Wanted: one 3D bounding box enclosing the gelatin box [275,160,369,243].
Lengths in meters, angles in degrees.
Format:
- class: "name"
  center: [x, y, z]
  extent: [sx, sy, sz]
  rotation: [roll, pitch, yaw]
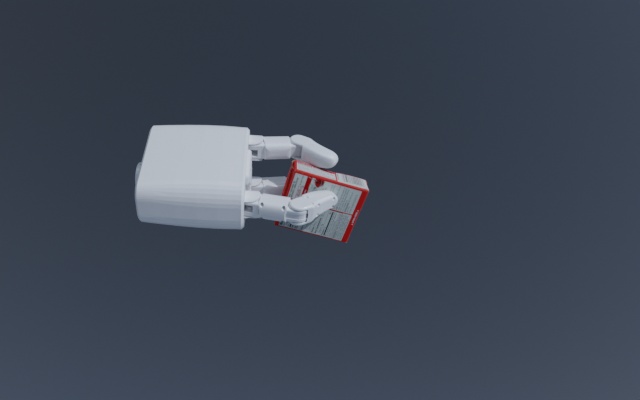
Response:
- class: "gelatin box"
  center: [0.000, 0.002, 0.537]
  extent: [0.089, 0.073, 0.030]
  rotation: [15, 27, -11]
